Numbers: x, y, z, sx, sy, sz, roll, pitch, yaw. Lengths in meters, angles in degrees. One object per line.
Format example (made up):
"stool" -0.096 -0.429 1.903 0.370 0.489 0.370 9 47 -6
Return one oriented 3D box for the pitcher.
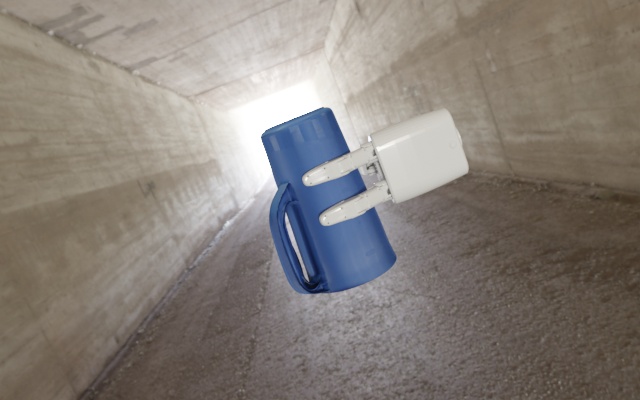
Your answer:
"pitcher" 0.000 0.002 0.668 0.145 0.243 0.149 -21 9 6
